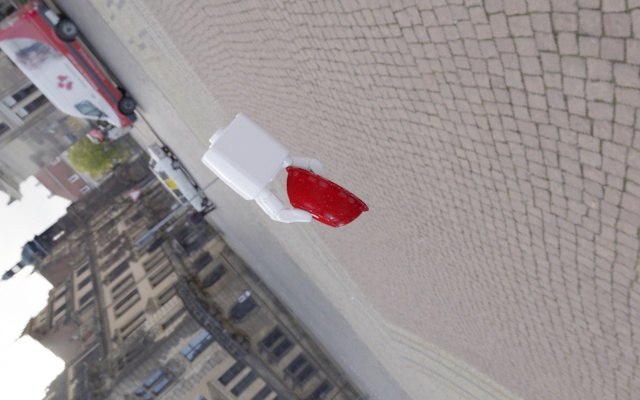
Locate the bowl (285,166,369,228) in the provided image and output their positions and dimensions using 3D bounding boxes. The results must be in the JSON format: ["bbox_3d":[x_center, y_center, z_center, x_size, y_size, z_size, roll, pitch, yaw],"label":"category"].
[{"bbox_3d":[0.001,0.004,0.826,0.162,0.055,0.162,26,-8,4],"label":"bowl"}]
